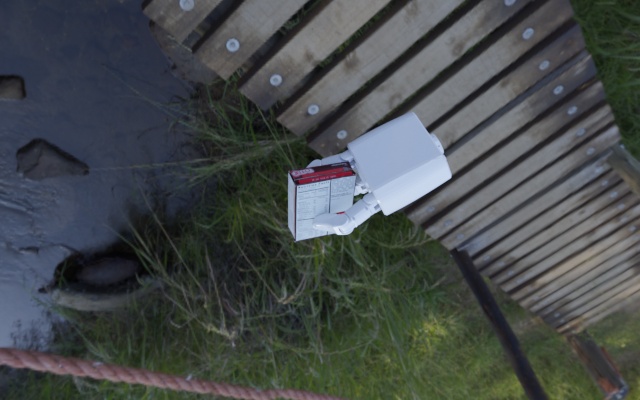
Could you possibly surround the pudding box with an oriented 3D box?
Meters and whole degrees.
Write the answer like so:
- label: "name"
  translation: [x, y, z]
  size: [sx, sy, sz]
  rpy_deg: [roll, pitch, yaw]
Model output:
- label: "pudding box"
  translation: [0.000, 0.002, 0.685]
  size: [0.090, 0.114, 0.039]
  rpy_deg: [-10, 41, -15]
